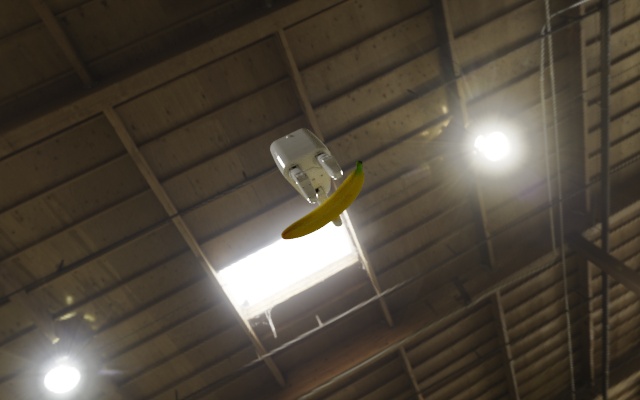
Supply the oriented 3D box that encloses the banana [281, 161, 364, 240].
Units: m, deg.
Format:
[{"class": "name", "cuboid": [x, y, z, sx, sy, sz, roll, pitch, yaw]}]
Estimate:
[{"class": "banana", "cuboid": [0.014, 0.008, 0.862, 0.070, 0.198, 0.037, 35, 14, -44]}]
